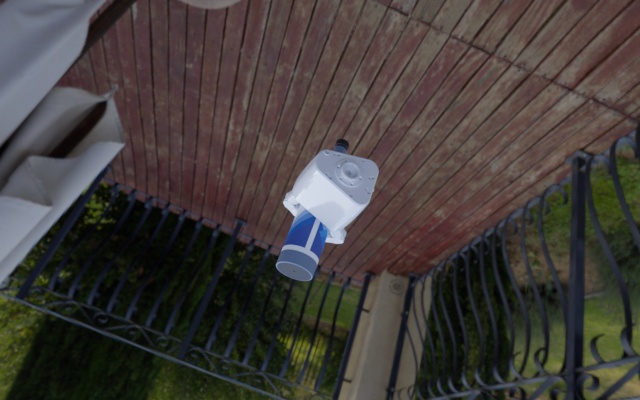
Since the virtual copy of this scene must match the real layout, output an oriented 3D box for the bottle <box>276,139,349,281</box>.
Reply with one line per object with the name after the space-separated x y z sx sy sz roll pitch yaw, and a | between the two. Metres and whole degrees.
0.000 0.003 0.886 0.069 0.295 0.069 15 -31 9 | bottle
